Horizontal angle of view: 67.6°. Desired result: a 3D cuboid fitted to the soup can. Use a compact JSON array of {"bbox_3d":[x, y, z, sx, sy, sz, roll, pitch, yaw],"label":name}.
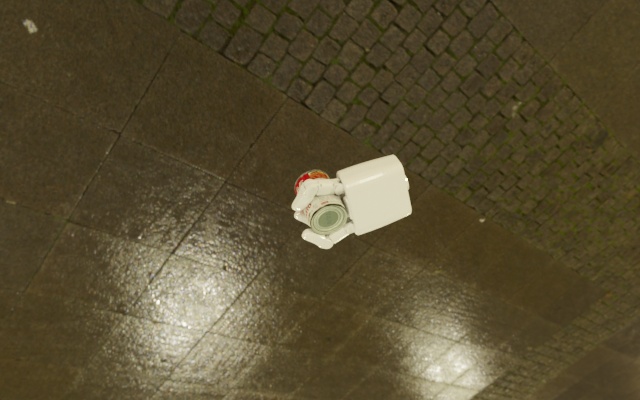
[{"bbox_3d":[0.000,0.003,0.834,0.068,0.068,0.102,0,38,-22],"label":"soup can"}]
